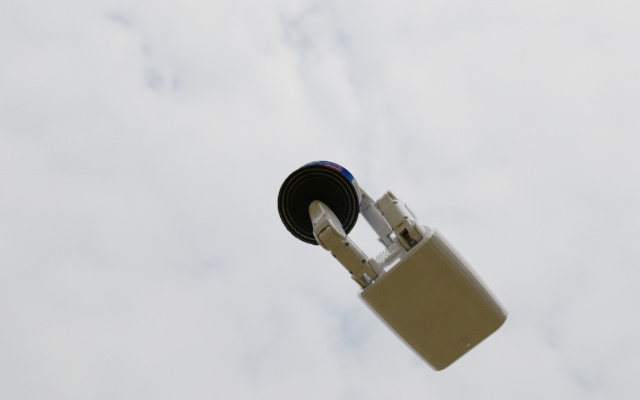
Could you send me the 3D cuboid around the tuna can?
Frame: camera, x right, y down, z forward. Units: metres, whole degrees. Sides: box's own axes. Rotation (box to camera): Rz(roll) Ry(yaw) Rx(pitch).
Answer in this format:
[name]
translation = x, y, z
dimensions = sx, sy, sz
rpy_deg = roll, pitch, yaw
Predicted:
[tuna can]
translation = 0.000, 0.001, 0.501
dimensions = 0.086, 0.086, 0.033
rpy_deg = 0, 14, 11
